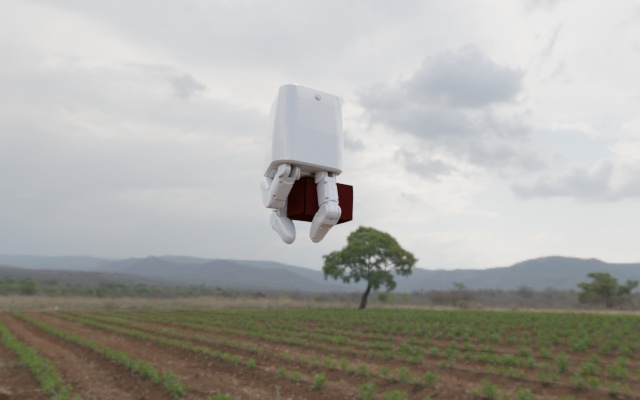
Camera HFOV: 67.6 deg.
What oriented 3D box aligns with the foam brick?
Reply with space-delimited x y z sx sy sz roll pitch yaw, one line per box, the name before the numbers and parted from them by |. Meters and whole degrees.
foam brick | 0.000 0.002 0.654 0.078 0.051 0.053 9 -14 -30
